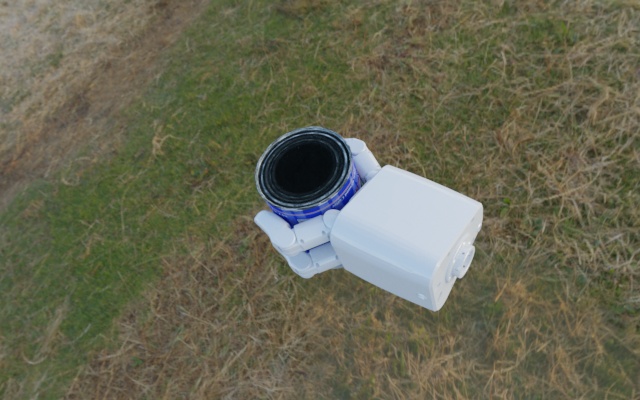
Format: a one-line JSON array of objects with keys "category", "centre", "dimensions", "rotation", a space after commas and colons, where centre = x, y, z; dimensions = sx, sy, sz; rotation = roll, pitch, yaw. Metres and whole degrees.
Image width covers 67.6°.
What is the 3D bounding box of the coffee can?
[{"category": "coffee can", "centre": [0.000, 0.002, 0.535], "dimensions": [0.103, 0.102, 0.140], "rotation": [0, -31, 18]}]
